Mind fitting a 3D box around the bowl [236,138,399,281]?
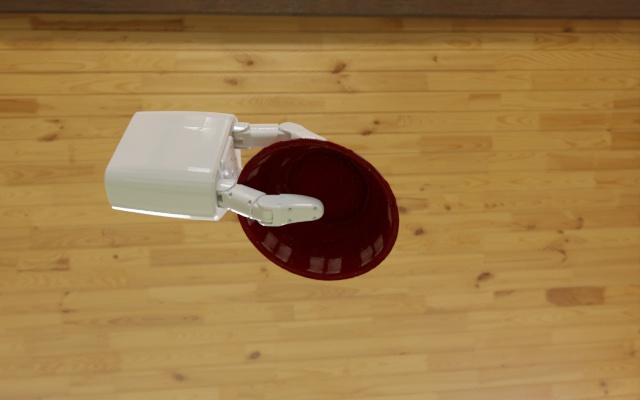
[{"bbox_3d":[0.001,0.002,0.475,0.162,0.162,0.055,0,32,16],"label":"bowl"}]
